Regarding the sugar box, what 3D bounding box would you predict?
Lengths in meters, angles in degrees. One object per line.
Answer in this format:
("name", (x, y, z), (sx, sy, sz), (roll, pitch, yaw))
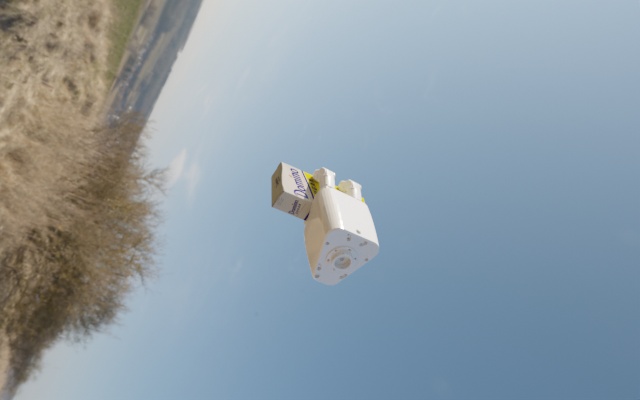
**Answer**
("sugar box", (0.001, 0.002, 0.837), (0.176, 0.048, 0.093), (25, 30, -23))
